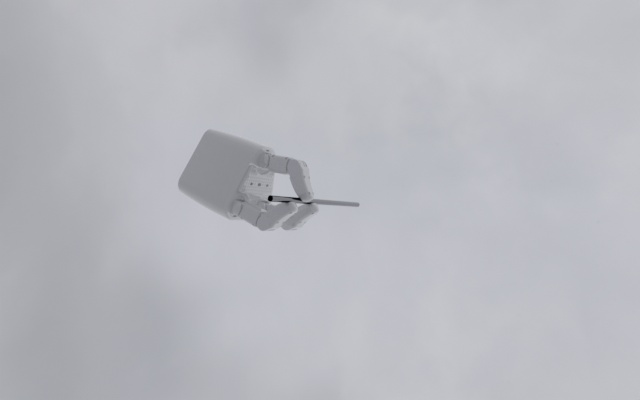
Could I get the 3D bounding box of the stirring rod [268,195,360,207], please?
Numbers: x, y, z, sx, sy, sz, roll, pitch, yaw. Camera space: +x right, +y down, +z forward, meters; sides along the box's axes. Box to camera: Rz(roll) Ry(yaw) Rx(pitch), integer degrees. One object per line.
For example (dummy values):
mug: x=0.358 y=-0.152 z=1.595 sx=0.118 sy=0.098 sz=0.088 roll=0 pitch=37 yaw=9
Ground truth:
stirring rod: x=0.000 y=0.002 z=0.678 sx=0.011 sy=0.011 sz=0.239 roll=0 pitch=-2 yaw=30
